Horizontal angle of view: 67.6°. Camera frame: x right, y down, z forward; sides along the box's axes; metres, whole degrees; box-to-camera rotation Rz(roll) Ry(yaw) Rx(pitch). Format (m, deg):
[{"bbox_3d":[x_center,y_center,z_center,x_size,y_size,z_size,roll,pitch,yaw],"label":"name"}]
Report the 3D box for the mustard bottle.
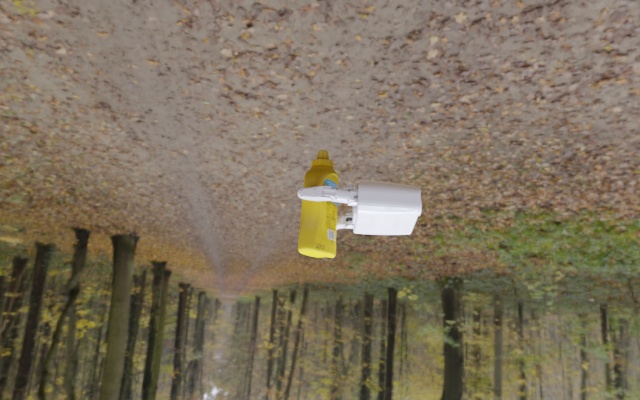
[{"bbox_3d":[0.000,0.003,0.856,0.058,0.191,0.096,-2,-14,25],"label":"mustard bottle"}]
